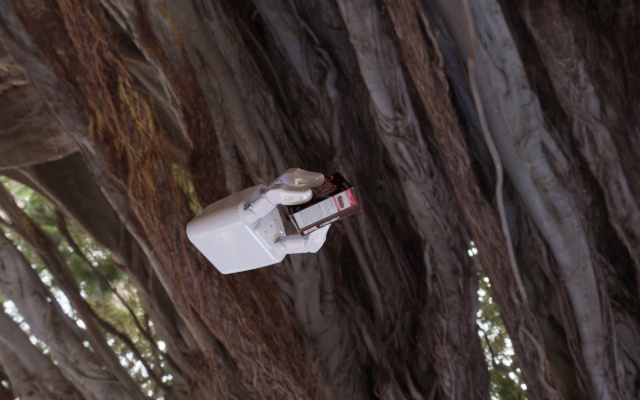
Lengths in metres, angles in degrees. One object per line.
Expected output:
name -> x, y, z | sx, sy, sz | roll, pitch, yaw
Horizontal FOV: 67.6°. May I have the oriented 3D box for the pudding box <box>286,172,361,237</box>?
pudding box -> 0.000, 0.002, 0.660 | 0.090, 0.039, 0.113 | -25, 18, -1
